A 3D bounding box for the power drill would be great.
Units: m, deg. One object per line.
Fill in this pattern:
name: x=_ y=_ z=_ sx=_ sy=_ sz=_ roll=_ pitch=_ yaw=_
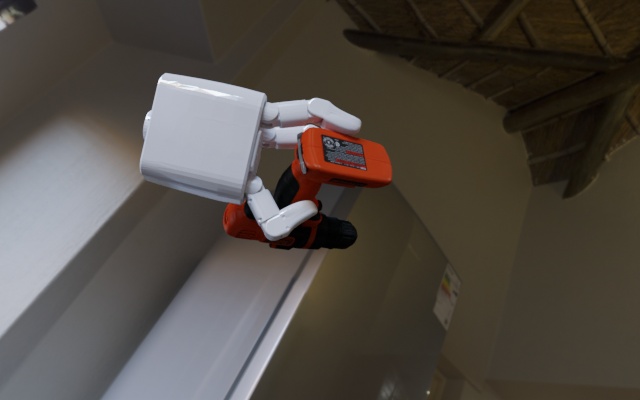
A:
power drill: x=0.000 y=0.002 z=0.560 sx=0.184 sy=0.057 sz=0.188 roll=9 pitch=-36 yaw=-29
